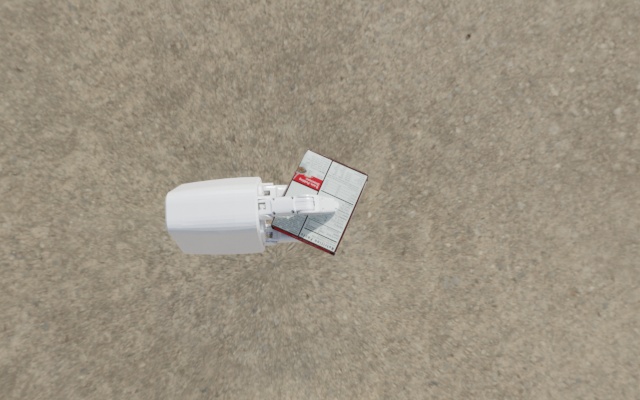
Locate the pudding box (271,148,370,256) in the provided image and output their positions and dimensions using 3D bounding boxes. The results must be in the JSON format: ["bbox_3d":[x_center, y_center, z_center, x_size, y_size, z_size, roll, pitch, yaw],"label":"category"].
[{"bbox_3d":[0.000,0.002,0.607,0.090,0.113,0.039,24,-7,2],"label":"pudding box"}]
